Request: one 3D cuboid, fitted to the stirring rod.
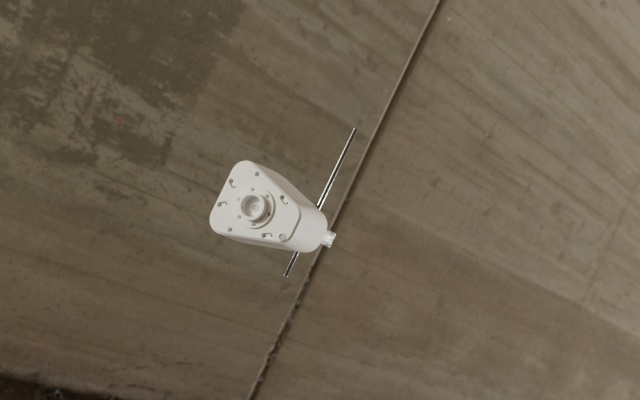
[{"bbox_3d":[0.000,0.002,0.708,0.011,0.239,0.011,26,-2,1],"label":"stirring rod"}]
